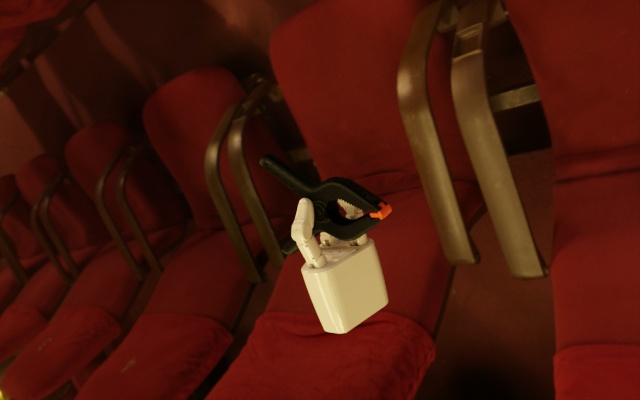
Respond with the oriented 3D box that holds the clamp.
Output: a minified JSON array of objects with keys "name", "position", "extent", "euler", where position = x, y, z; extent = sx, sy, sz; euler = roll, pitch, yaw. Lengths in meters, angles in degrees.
[{"name":"clamp","position":[0.000,0.003,0.682],"extent":[0.210,0.164,0.036],"euler":[-5,20,40]}]
